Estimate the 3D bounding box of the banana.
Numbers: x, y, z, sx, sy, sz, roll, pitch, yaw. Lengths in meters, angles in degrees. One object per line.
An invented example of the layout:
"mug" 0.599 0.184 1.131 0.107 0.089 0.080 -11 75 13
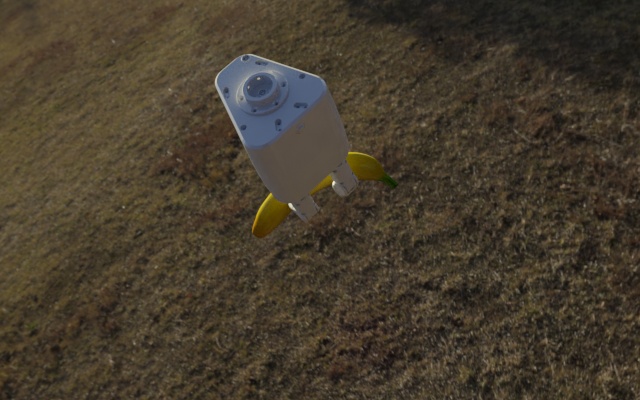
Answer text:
"banana" -0.003 -0.016 0.610 0.198 0.069 0.037 -20 -12 0
